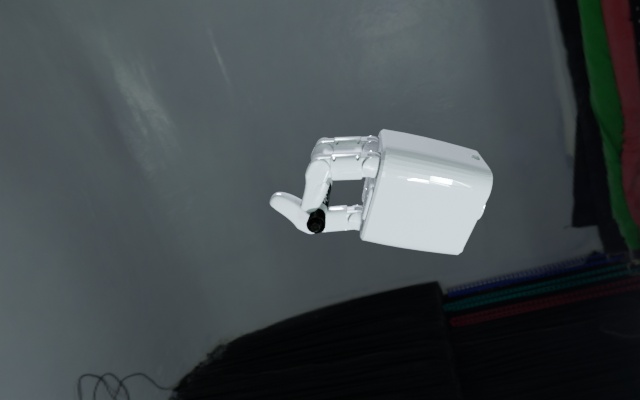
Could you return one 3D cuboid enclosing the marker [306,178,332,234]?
[{"bbox_3d":[0.000,0.002,0.511,0.020,0.020,0.121,0,24,5],"label":"marker"}]
